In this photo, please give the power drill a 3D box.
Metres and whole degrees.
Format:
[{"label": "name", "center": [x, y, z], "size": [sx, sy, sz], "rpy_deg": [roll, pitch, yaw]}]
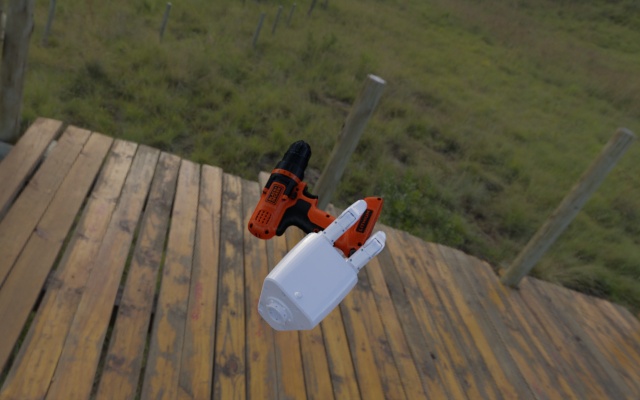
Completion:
[{"label": "power drill", "center": [0.000, 0.003, 0.762], "size": [0.187, 0.184, 0.057], "rpy_deg": [20, -23, 11]}]
